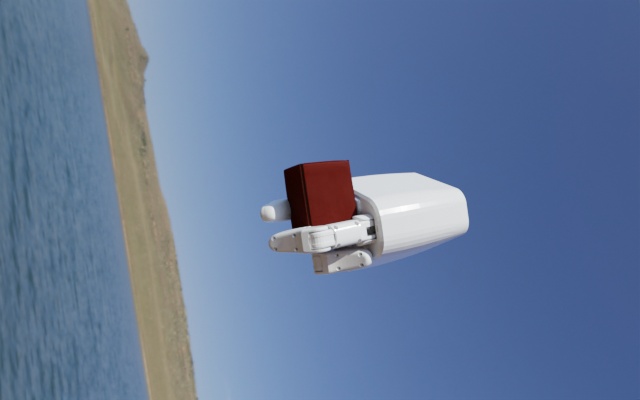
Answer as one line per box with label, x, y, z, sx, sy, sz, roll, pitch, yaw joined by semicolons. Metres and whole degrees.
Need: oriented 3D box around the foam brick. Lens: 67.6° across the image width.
foam brick;0.000;0.001;0.469;0.051;0.078;0.053;-10;3;-22
